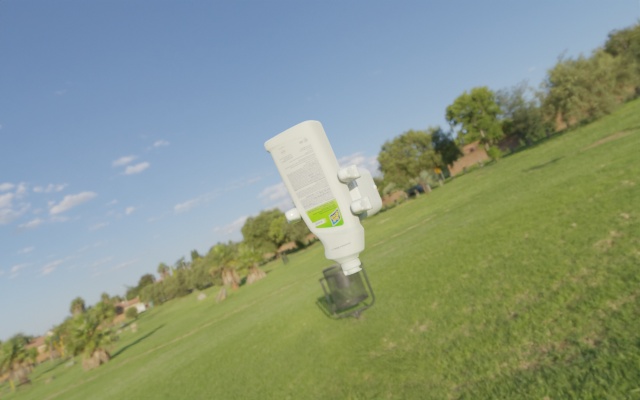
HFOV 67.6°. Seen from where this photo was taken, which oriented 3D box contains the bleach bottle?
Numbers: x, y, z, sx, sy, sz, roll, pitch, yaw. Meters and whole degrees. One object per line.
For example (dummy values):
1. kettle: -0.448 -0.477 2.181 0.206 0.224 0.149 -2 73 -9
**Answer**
1. bleach bottle: 0.000 0.002 0.781 0.102 0.251 0.068 -24 -5 27
